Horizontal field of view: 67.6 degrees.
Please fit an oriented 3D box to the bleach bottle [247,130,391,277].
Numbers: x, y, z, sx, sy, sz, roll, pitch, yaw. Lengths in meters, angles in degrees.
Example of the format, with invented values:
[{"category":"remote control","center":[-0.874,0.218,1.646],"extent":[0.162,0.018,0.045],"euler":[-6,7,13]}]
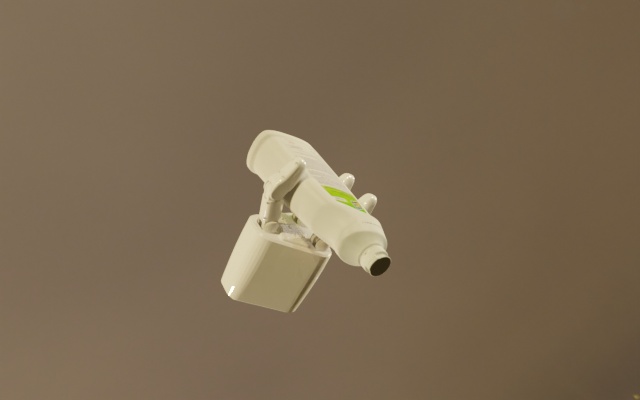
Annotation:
[{"category":"bleach bottle","center":[0.000,0.002,0.599],"extent":[0.102,0.068,0.250],"euler":[12,26,-39]}]
